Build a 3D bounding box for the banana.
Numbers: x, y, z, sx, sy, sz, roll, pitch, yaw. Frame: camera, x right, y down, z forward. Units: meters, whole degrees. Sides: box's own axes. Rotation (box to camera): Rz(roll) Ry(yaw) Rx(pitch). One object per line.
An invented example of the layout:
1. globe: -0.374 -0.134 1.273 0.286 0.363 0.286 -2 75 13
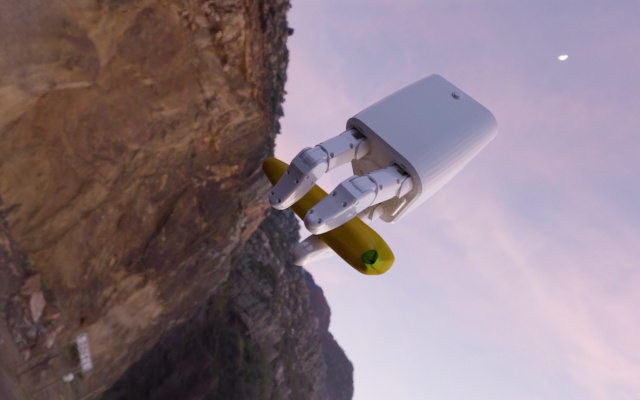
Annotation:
1. banana: 0.009 0.015 0.433 0.037 0.070 0.197 -40 39 -10
